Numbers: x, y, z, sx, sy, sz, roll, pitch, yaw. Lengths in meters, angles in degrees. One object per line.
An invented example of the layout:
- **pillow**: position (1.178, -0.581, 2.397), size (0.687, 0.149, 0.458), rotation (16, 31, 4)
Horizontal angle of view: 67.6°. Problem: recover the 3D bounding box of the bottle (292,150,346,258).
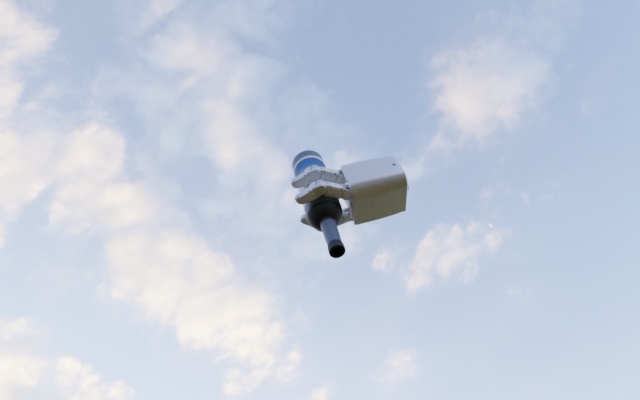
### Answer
- **bottle**: position (0.000, 0.003, 0.888), size (0.069, 0.069, 0.295), rotation (0, 33, -13)
